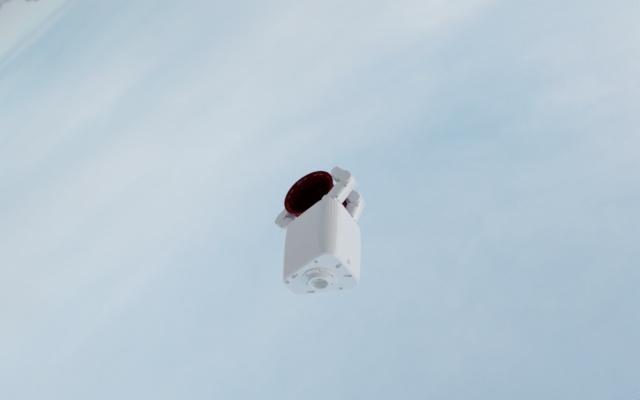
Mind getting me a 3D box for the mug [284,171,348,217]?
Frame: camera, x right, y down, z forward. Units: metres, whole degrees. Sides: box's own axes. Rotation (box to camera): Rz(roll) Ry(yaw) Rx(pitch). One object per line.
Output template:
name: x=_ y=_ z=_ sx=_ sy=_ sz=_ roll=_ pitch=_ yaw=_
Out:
mug: x=0.000 y=0.002 z=0.807 sx=0.093 sy=0.117 sz=0.081 roll=-21 pitch=-51 yaw=23
